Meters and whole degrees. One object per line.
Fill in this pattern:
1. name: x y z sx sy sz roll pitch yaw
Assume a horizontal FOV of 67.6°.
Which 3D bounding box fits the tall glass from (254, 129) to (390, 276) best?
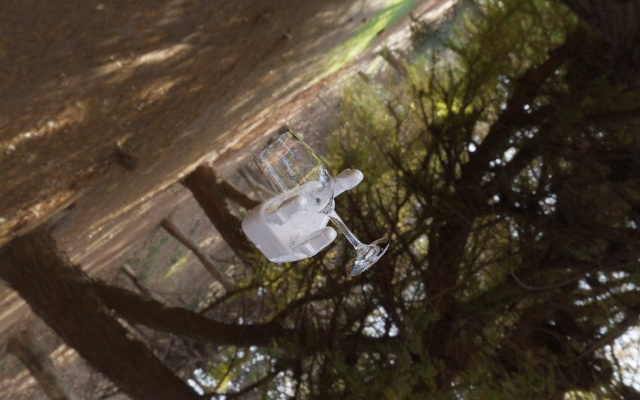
1. tall glass: 0.001 0.003 0.633 0.079 0.201 0.079 -40 8 7
